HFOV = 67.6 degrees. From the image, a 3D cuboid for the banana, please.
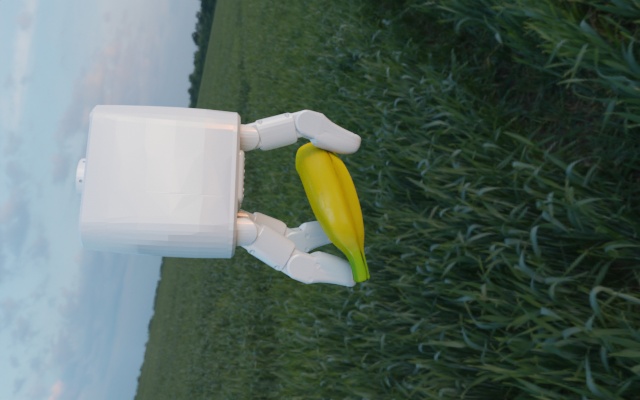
[{"bbox_3d":[0.001,-0.013,0.415,0.037,0.070,0.197,-5,30,-10],"label":"banana"}]
